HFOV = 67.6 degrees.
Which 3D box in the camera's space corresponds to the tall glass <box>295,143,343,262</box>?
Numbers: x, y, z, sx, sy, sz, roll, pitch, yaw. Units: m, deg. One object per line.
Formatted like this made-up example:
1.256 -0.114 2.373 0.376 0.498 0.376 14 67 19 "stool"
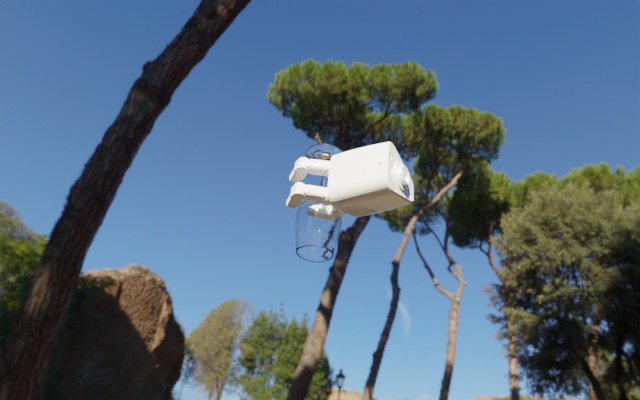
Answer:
0.000 0.002 0.824 0.079 0.201 0.079 5 -31 3 "tall glass"
